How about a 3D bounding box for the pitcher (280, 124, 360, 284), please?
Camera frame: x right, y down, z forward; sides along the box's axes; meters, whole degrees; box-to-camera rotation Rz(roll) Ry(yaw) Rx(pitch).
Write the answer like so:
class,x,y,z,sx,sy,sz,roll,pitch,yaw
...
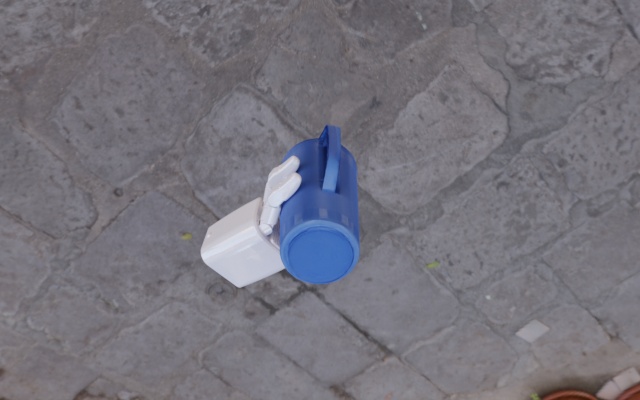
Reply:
class,x,y,z,sx,sy,sz,roll,pitch,yaw
pitcher,0.000,0.003,0.727,0.145,0.149,0.242,-27,28,15
